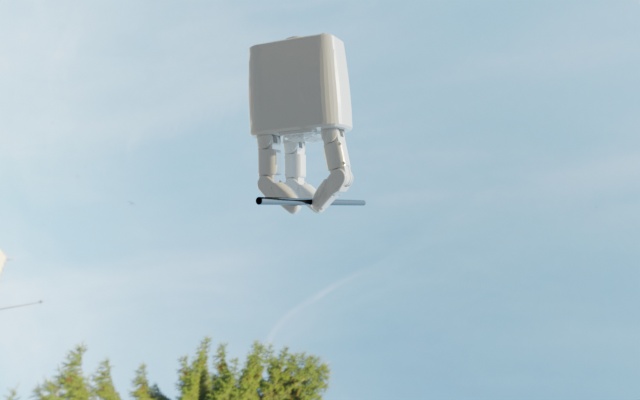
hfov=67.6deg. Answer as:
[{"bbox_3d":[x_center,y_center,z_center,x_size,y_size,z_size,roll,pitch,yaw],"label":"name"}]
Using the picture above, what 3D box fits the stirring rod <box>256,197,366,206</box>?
[{"bbox_3d":[0.000,0.002,0.569,0.011,0.011,0.239,0,-1,30],"label":"stirring rod"}]
